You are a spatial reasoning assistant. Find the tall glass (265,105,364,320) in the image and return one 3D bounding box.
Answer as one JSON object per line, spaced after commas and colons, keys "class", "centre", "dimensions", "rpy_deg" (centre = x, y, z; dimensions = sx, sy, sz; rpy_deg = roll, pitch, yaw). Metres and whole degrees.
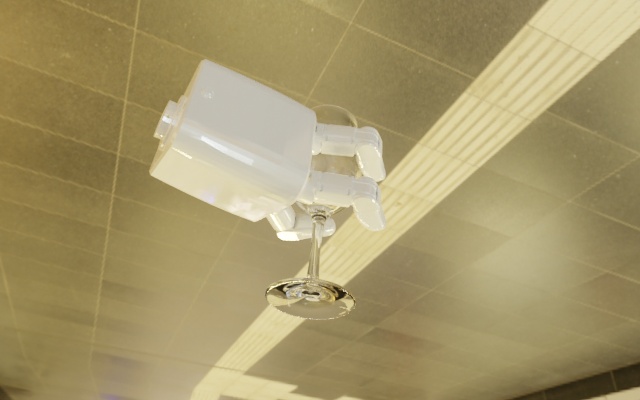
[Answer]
{"class": "tall glass", "centre": [0.000, 0.002, 0.445], "dimensions": [0.079, 0.201, 0.079], "rpy_deg": [4, -36, 3]}
